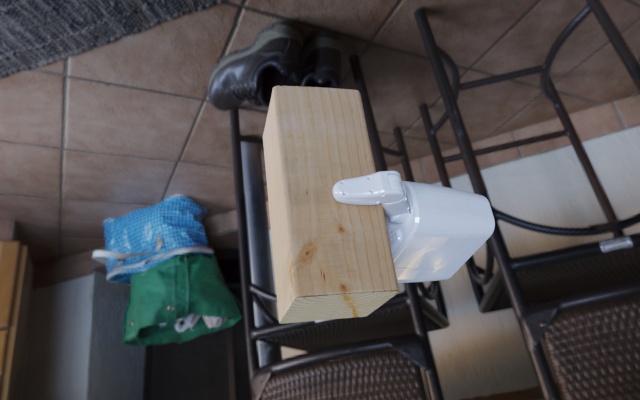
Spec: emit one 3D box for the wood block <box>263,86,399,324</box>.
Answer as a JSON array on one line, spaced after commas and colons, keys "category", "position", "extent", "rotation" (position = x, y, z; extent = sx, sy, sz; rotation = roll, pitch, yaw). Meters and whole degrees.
[{"category": "wood block", "position": [0.001, 0.001, 0.458], "extent": [0.090, 0.206, 0.091], "rotation": [-1, -26, -16]}]
